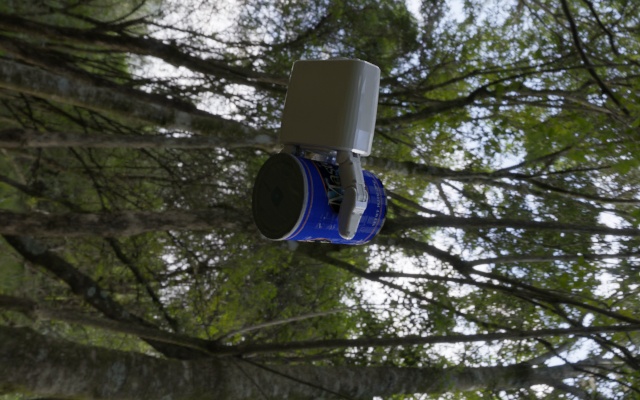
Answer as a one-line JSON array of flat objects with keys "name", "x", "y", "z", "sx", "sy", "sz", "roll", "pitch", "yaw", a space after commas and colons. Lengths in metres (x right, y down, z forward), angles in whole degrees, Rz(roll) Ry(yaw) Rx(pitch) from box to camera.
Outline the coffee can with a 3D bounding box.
[{"name": "coffee can", "x": 0.000, "y": 0.002, "z": 0.601, "sx": 0.140, "sy": 0.103, "sz": 0.103, "roll": 8, "pitch": -5, "yaw": -41}]
